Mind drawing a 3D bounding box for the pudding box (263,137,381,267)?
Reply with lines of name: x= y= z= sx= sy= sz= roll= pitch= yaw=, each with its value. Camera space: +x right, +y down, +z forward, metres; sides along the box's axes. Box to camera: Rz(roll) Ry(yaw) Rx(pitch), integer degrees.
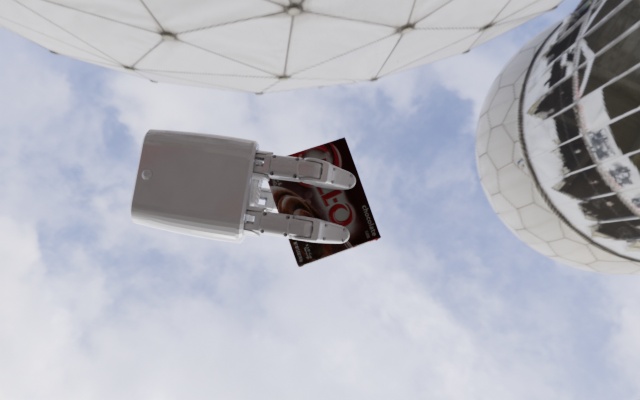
pudding box: x=0.000 y=0.002 z=0.494 sx=0.090 sy=0.113 sz=0.039 roll=-19 pitch=-3 yaw=-7
